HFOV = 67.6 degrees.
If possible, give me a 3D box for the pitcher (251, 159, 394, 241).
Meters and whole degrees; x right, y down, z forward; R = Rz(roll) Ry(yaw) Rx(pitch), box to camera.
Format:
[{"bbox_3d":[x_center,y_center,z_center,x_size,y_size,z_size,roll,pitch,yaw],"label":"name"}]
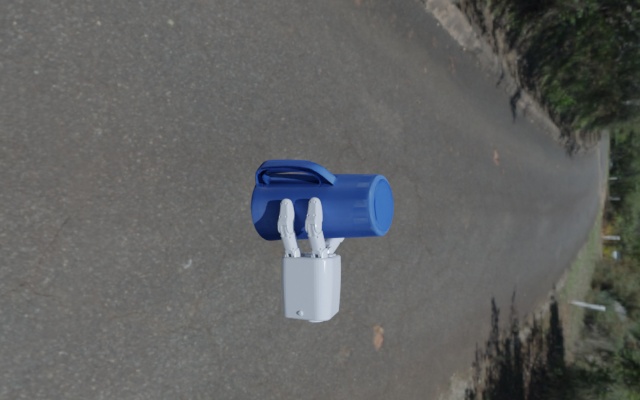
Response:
[{"bbox_3d":[0.000,0.003,0.870,0.243,0.145,0.149,-1,-5,28],"label":"pitcher"}]
